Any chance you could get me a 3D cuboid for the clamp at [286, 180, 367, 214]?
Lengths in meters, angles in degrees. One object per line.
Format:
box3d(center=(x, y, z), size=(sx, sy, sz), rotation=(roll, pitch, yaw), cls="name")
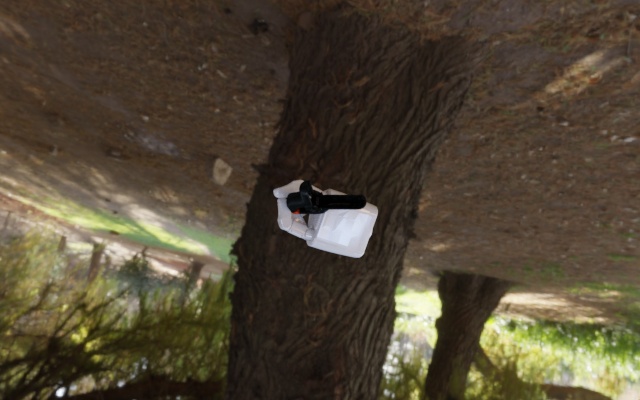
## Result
box3d(center=(0.000, 0.003, 0.834), size=(0.120, 0.039, 0.171), rotation=(18, -13, -16), cls="clamp")
